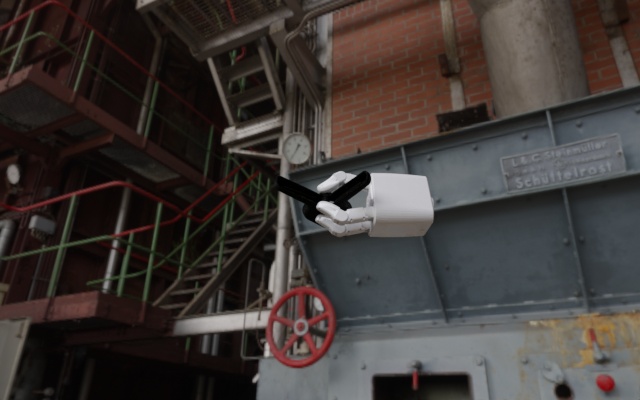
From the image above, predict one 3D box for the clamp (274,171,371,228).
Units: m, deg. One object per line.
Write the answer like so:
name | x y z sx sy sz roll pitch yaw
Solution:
clamp | 0.000 0.002 0.883 0.164 0.036 0.210 1 -26 -2
